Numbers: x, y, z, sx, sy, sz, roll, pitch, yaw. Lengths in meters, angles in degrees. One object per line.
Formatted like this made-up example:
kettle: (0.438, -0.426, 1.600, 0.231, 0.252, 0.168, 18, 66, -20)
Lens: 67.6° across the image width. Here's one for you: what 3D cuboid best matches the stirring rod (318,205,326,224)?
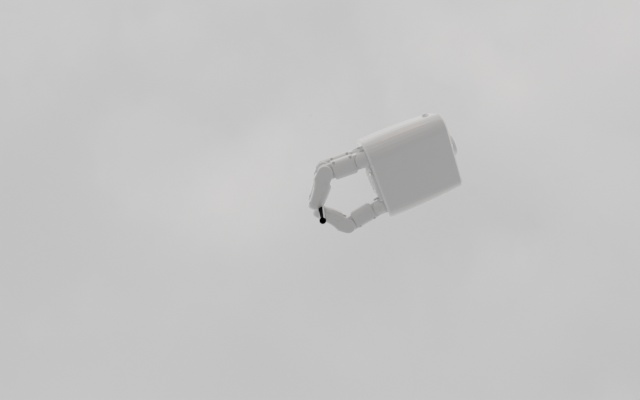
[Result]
stirring rod: (0.000, 0.002, 0.664, 0.011, 0.011, 0.239, 0, 10, -1)
